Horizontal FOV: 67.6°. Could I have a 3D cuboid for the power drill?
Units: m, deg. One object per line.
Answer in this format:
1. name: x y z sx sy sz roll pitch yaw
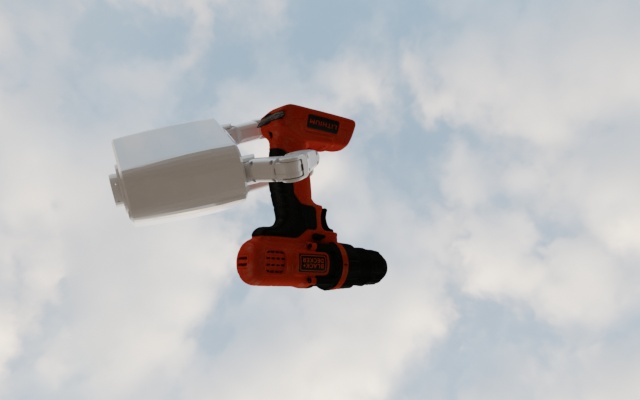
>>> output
1. power drill: 0.000 0.001 0.513 0.184 0.187 0.057 8 -14 -38
